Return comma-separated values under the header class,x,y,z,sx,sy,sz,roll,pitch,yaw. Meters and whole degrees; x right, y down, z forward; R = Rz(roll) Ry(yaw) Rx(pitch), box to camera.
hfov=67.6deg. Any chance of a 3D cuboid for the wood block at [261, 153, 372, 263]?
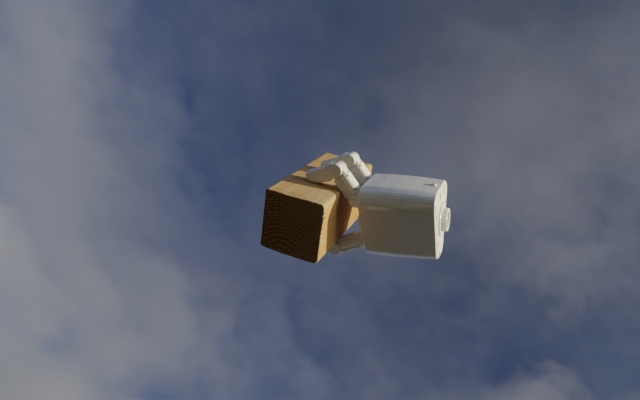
class,x,y,z,sx,sy,sz,roll,pitch,yaw
wood block,0.000,0.003,0.730,0.090,0.091,0.206,16,24,19
